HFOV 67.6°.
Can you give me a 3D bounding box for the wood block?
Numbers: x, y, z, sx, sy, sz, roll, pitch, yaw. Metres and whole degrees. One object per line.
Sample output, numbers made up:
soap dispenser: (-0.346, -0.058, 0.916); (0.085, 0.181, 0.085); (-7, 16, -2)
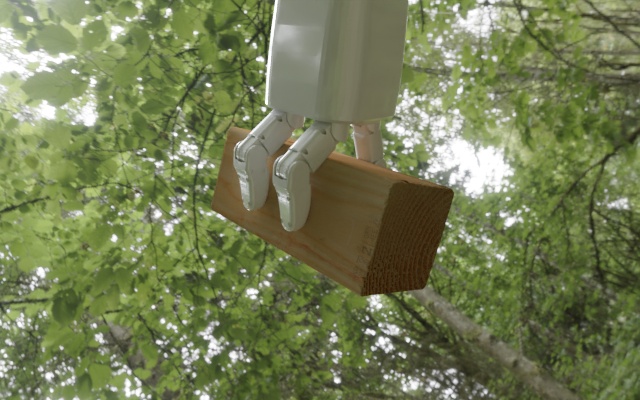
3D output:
wood block: (0.000, 0.001, 0.435); (0.091, 0.090, 0.206); (5, 14, -46)
